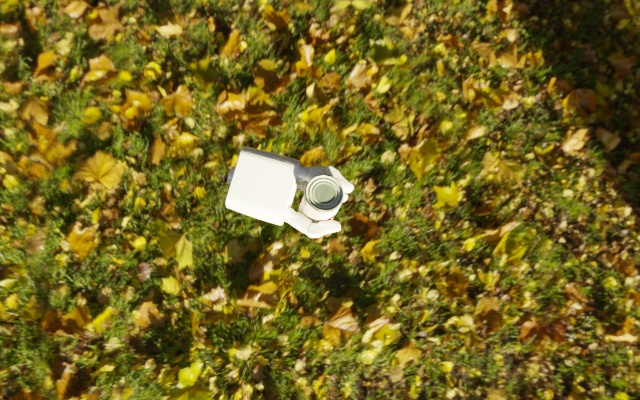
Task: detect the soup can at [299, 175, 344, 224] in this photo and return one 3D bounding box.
[{"bbox_3d":[0.001,0.003,0.837,0.068,0.068,0.102,0,-18,-8],"label":"soup can"}]
